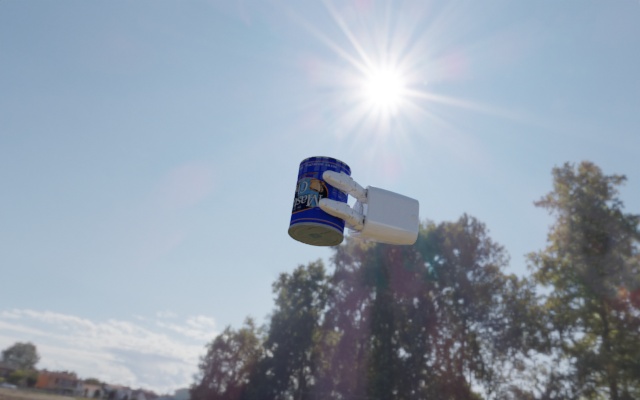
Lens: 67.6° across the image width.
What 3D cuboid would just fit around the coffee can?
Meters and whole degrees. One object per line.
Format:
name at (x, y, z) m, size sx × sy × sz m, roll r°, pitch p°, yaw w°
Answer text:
coffee can at (0.000, 0.003, 0.890) m, size 0.103 × 0.140 × 0.103 m, roll 7°, pitch -25°, yaw 3°
